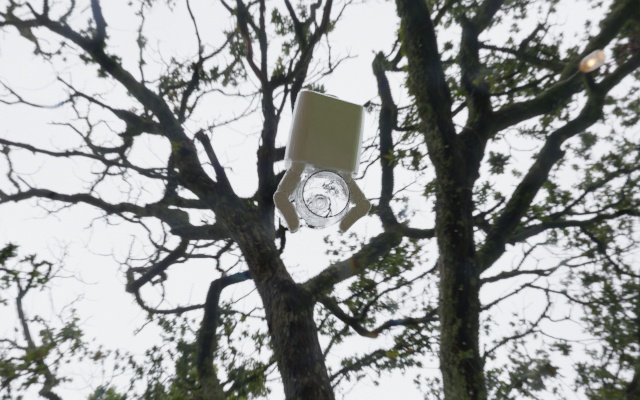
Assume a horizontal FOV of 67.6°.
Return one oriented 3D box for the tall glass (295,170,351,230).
[{"bbox_3d":[0.000,0.003,0.707,0.079,0.079,0.201,0,-6,-4],"label":"tall glass"}]
